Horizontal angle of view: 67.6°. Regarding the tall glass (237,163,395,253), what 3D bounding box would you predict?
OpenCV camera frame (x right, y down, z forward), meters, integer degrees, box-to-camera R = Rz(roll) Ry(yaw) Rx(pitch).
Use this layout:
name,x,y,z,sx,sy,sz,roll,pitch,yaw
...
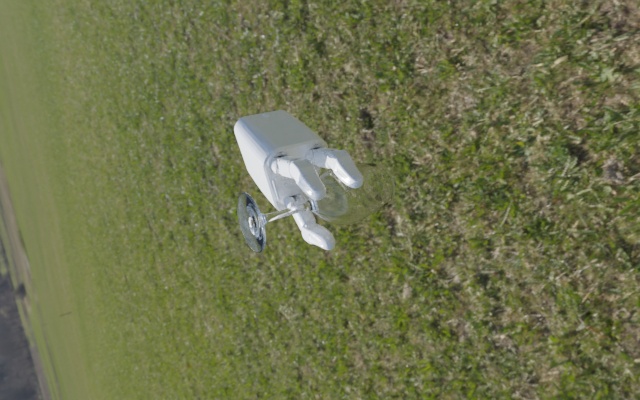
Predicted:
name,x,y,z,sx,sy,sz,roll,pitch,yaw
tall glass,0.000,0.002,0.613,0.201,0.079,0.079,-16,8,-29
